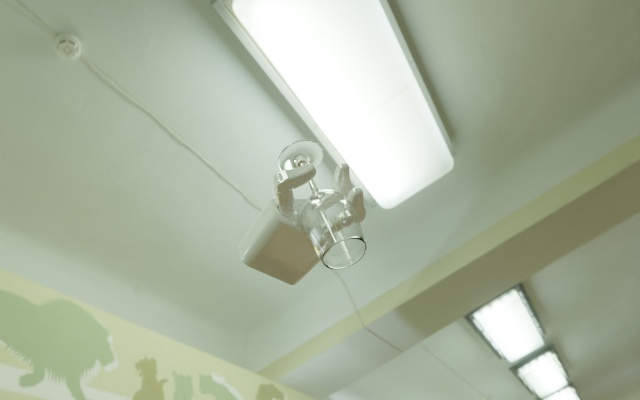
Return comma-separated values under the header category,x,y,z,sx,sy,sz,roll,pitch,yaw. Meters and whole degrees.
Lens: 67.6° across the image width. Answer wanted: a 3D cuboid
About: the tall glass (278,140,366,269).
category,x,y,z,sx,sy,sz,roll,pitch,yaw
tall glass,0.000,0.002,0.682,0.079,0.079,0.201,0,42,-25
